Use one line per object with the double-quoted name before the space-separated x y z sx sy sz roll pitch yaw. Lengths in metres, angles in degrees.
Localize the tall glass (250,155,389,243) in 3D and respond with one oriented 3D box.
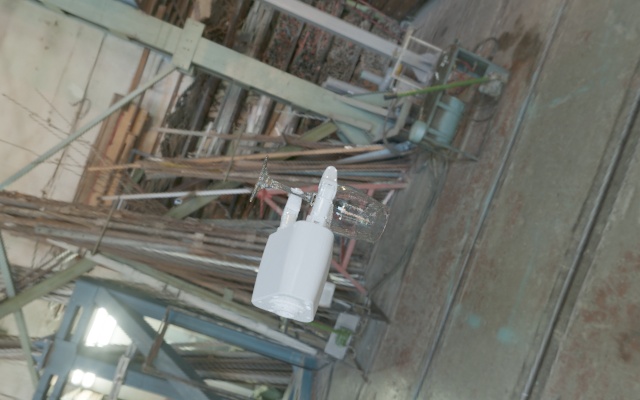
"tall glass" 0.000 0.002 0.721 0.201 0.079 0.079 20 -3 -9
